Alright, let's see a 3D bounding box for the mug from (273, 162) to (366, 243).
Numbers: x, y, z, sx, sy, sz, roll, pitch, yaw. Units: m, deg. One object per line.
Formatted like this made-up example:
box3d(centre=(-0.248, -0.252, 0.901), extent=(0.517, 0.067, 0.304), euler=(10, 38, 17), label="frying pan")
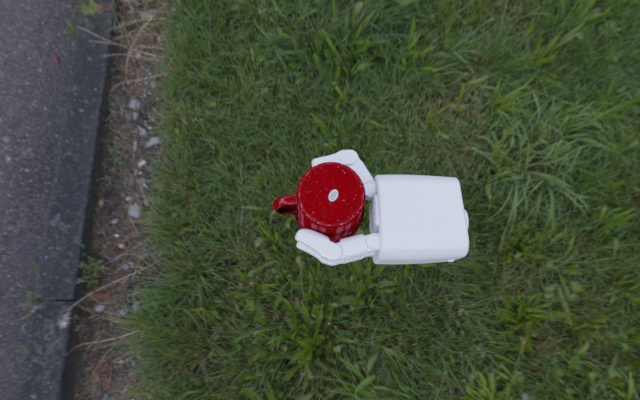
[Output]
box3d(centre=(-0.001, 0.002, 0.591), extent=(0.117, 0.093, 0.081), euler=(-1, -14, -1), label="mug")
